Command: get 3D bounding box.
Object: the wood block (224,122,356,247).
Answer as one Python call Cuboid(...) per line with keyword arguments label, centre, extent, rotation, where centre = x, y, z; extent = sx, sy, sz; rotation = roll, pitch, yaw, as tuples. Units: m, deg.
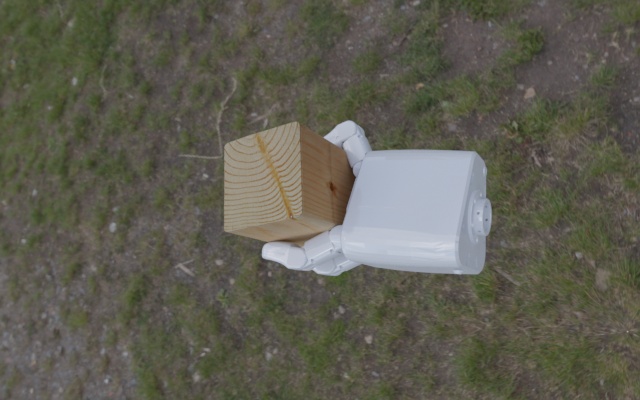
Cuboid(label="wood block", centre=(0.000, 0.001, 0.512), extent=(0.090, 0.090, 0.206), rotation=(-12, -19, 29))
